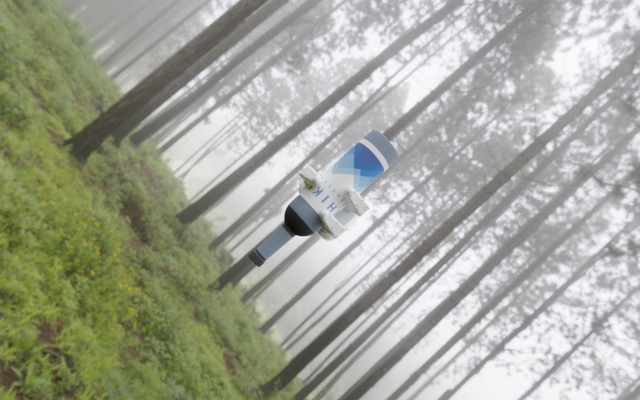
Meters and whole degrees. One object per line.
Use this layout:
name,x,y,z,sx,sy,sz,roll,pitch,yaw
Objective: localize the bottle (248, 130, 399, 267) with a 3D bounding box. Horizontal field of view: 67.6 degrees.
bottle,0.000,0.002,0.794,0.295,0.069,0.069,-42,5,-6
